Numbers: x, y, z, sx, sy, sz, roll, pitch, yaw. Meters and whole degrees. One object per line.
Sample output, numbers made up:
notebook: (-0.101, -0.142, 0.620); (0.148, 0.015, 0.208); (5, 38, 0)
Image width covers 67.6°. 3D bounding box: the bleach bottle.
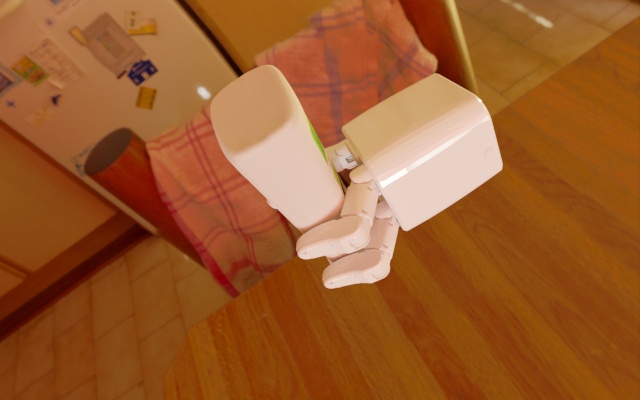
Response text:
bleach bottle: (0.000, 0.002, 0.444); (0.068, 0.102, 0.251); (-31, -44, 6)
